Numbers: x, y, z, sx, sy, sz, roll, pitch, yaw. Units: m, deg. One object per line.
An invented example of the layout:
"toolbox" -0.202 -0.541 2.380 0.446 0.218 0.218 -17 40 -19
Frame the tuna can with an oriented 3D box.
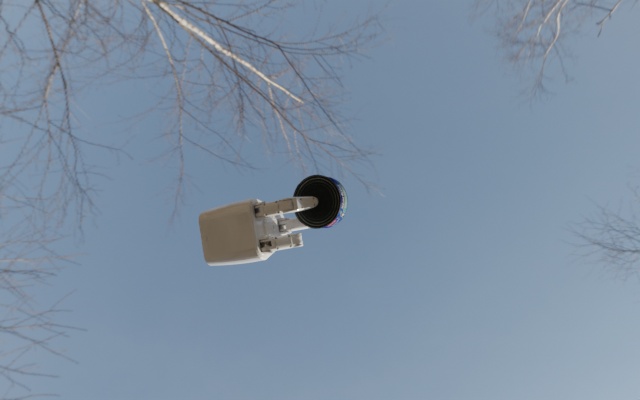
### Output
"tuna can" 0.000 0.003 0.768 0.086 0.086 0.034 0 -2 26
